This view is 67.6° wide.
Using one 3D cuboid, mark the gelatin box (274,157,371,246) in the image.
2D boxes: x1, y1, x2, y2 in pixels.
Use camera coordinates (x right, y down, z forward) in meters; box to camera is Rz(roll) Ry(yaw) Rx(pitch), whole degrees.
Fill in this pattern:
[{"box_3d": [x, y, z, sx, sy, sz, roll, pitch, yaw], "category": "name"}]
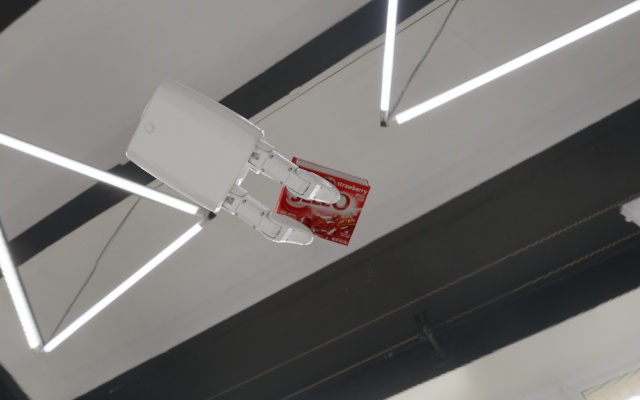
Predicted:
[{"box_3d": [0.000, 0.002, 0.518, 0.089, 0.073, 0.030, 17, 19, -8], "category": "gelatin box"}]
